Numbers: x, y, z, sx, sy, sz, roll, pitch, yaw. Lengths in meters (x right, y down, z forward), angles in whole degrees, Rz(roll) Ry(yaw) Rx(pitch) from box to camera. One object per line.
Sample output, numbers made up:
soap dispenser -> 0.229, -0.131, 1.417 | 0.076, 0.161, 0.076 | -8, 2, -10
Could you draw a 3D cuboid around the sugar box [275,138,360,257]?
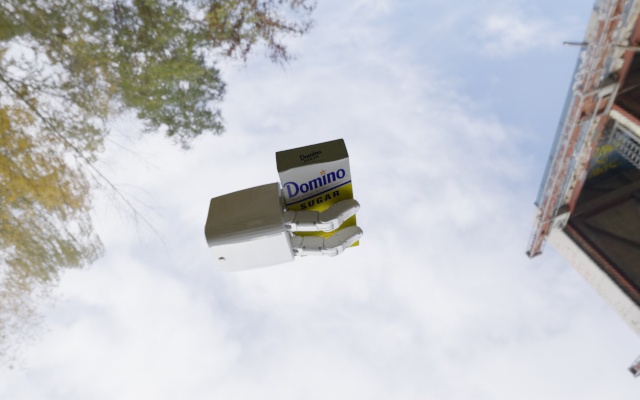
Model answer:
sugar box -> 0.000, 0.003, 0.658 | 0.093, 0.048, 0.176 | -12, -42, 0
